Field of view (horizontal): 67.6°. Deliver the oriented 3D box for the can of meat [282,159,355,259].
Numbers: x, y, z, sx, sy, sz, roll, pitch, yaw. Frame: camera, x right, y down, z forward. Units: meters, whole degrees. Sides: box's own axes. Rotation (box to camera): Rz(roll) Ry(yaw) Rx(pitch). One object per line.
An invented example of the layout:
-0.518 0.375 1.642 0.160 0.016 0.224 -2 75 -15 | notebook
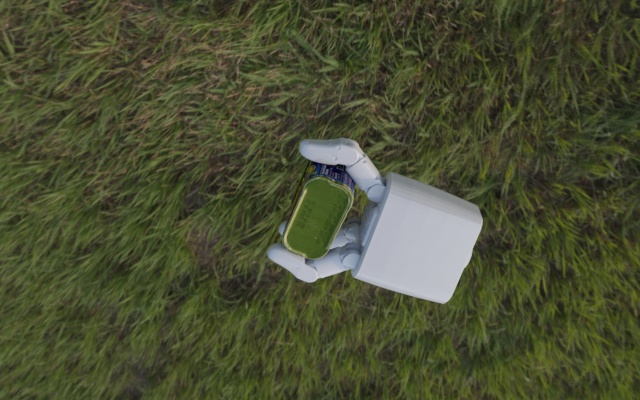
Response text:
0.000 0.002 0.516 0.057 0.102 0.084 22 28 -5 | can of meat
